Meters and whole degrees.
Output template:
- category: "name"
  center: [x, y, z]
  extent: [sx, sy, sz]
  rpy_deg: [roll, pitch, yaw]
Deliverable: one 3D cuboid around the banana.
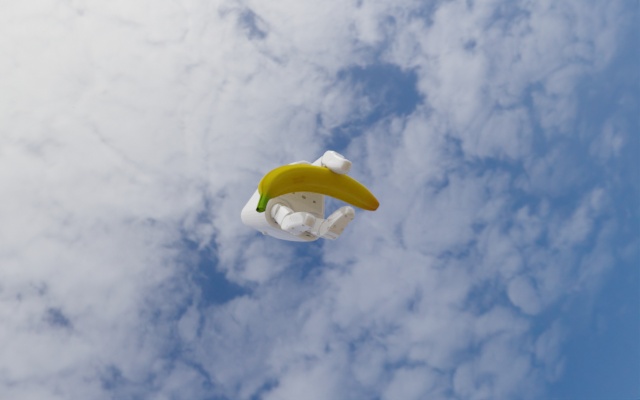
- category: "banana"
  center: [-0.006, -0.016, 0.637]
  extent: [0.198, 0.069, 0.037]
  rpy_deg: [-1, -17, -34]
